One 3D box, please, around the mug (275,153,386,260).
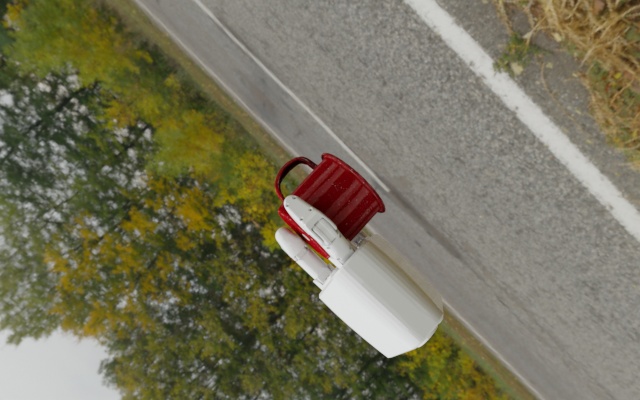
[{"bbox_3d":[-0.001,0.001,0.518,0.117,0.081,0.093,42,-9,10],"label":"mug"}]
